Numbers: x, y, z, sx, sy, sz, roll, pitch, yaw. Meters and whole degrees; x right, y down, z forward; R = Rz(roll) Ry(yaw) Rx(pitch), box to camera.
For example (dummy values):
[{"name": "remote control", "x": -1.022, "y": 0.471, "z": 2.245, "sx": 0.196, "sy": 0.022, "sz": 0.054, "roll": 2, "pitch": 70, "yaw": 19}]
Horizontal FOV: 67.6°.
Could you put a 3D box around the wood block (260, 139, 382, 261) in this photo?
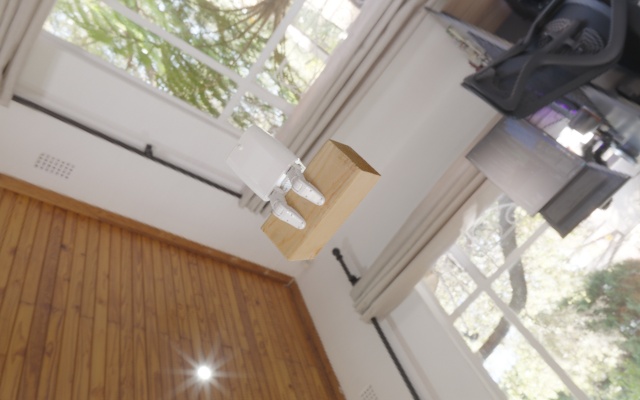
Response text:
[{"name": "wood block", "x": 0.000, "y": 0.003, "z": 0.856, "sx": 0.090, "sy": 0.206, "sz": 0.091, "roll": 46, "pitch": 18, "yaw": 23}]
